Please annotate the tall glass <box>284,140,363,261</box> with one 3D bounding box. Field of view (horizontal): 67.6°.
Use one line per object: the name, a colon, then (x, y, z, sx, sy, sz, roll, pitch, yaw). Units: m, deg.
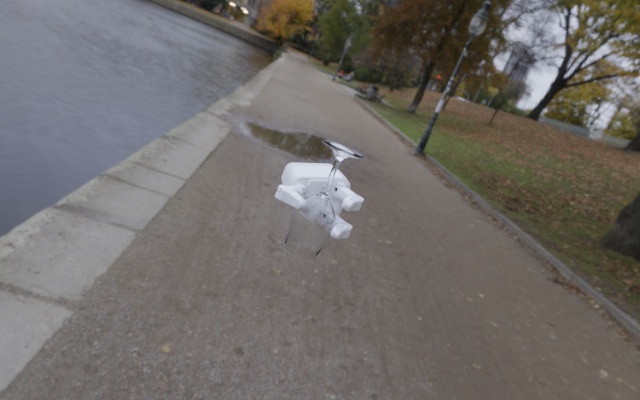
tall glass: (0.000, 0.002, 0.821, 0.079, 0.201, 0.079, 21, 15, -6)
